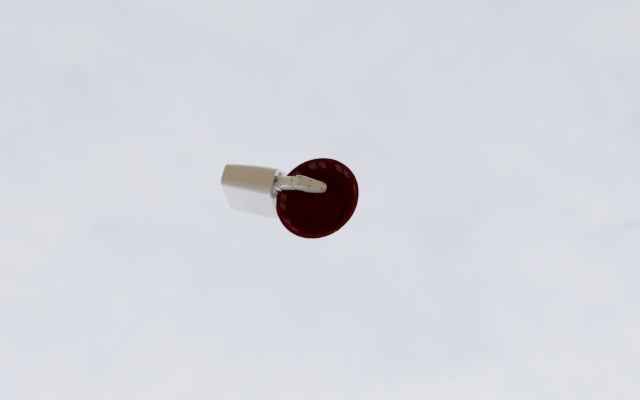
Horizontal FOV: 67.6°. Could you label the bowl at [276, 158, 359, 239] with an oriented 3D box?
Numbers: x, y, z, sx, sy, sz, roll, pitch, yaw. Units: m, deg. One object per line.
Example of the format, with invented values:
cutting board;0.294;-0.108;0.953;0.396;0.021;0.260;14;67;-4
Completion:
bowl;0.001;0.004;0.898;0.162;0.162;0.055;0;-22;20
